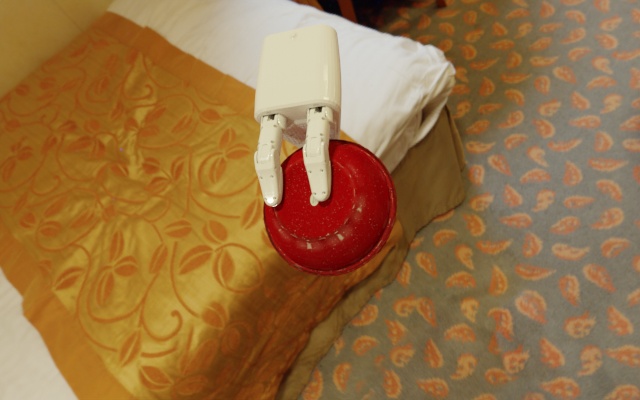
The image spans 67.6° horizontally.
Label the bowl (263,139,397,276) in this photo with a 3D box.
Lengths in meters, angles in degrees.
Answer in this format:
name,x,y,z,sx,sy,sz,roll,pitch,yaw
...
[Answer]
name,x,y,z,sx,sy,sz,roll,pitch,yaw
bowl,0.000,0.003,0.528,0.162,0.162,0.055,0,-10,18
